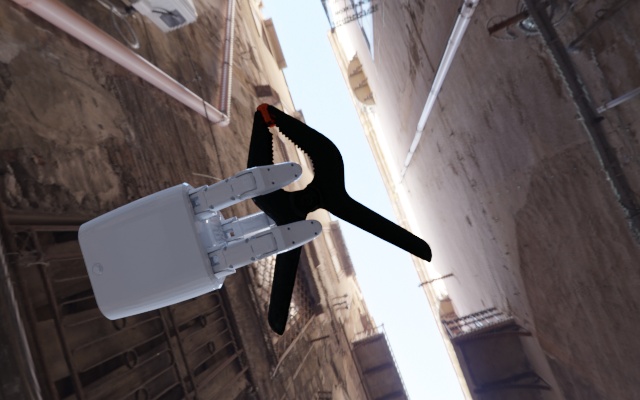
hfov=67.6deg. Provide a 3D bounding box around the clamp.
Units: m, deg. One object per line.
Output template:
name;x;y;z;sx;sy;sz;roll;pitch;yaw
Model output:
clamp;0.000;0.001;0.451;0.164;0.210;0.036;-19;-5;0
